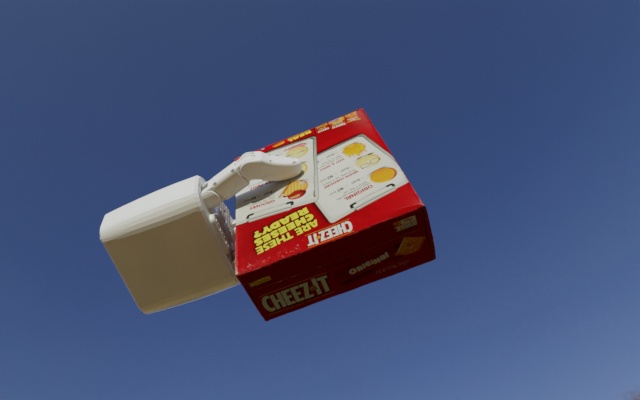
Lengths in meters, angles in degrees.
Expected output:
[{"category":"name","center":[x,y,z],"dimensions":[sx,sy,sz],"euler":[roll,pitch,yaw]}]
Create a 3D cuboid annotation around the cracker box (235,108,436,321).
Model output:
[{"category":"cracker box","center":[0.000,0.001,0.485],"dimensions":[0.164,0.072,0.213],"euler":[-21,34,3]}]
